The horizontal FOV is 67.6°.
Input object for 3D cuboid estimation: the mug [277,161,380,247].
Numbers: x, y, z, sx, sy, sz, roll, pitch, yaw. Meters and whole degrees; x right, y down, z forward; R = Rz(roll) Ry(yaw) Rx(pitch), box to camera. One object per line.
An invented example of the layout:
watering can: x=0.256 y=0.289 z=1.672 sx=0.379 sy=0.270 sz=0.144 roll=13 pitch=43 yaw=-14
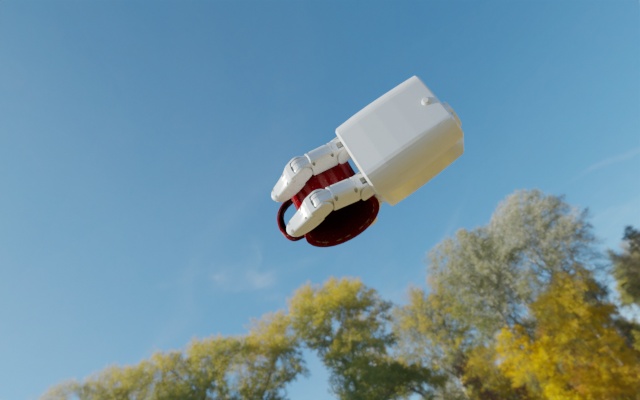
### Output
mug: x=-0.001 y=0.003 z=0.564 sx=0.117 sy=0.081 sz=0.093 roll=-34 pitch=-34 yaw=9
